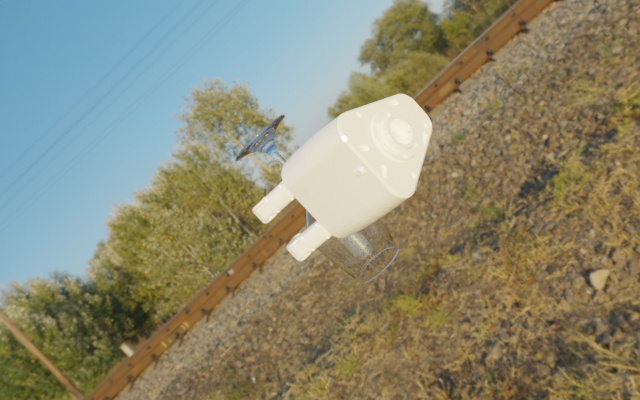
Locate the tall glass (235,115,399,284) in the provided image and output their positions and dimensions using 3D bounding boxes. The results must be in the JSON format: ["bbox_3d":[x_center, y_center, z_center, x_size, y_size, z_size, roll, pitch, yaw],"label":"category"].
[{"bbox_3d":[0.000,0.001,0.541,0.079,0.201,0.079,-43,5,5],"label":"tall glass"}]
